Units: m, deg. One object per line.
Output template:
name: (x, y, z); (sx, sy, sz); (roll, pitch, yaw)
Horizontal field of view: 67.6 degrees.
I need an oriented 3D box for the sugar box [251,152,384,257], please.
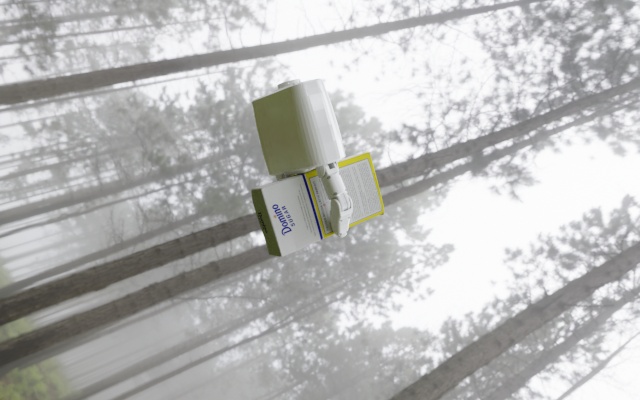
sugar box: (0.000, 0.002, 0.648); (0.176, 0.093, 0.048); (-19, 8, -27)
